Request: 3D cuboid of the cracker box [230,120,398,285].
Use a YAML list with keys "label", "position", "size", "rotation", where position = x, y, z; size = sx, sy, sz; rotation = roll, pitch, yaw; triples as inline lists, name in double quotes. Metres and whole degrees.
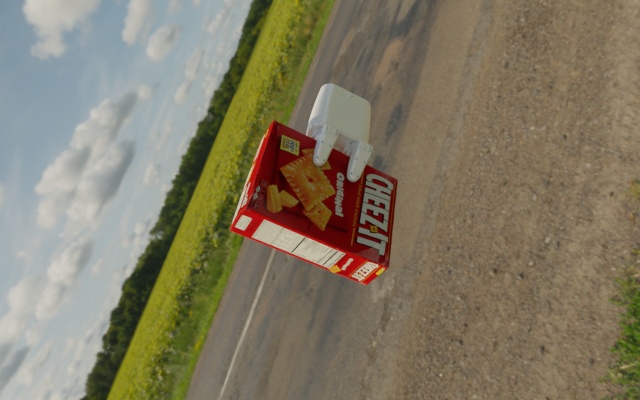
- label: "cracker box"
  position: [0.000, 0.002, 0.679]
  size: [0.214, 0.164, 0.072]
  rotation: [24, -38, -14]
